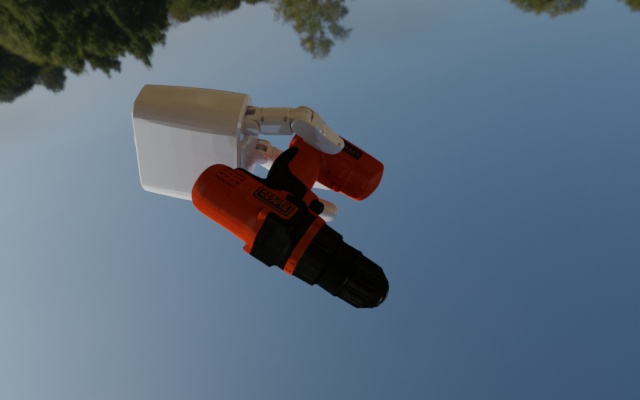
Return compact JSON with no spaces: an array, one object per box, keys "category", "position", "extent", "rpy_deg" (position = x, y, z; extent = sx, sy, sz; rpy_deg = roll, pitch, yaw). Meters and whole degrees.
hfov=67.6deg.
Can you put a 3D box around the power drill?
[{"category":"power drill","position":[0.000,0.001,0.453],"extent":[0.184,0.057,0.187],"rpy_deg":[33,33,5]}]
